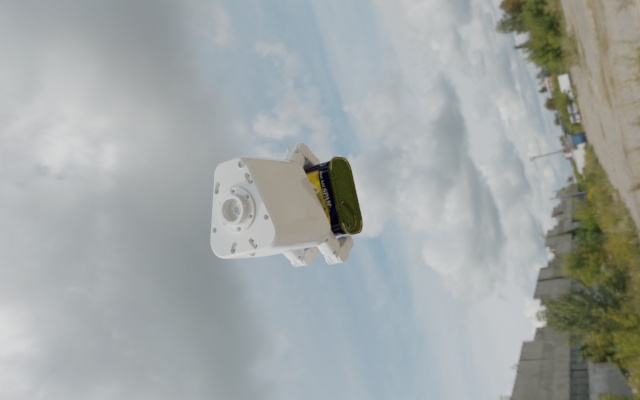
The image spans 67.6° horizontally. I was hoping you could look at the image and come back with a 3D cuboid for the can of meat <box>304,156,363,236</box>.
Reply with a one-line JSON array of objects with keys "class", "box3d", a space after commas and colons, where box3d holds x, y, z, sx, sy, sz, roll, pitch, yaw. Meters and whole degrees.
[{"class": "can of meat", "box3d": [0.000, 0.002, 0.630, 0.084, 0.102, 0.057, -14, -4, 29]}]
